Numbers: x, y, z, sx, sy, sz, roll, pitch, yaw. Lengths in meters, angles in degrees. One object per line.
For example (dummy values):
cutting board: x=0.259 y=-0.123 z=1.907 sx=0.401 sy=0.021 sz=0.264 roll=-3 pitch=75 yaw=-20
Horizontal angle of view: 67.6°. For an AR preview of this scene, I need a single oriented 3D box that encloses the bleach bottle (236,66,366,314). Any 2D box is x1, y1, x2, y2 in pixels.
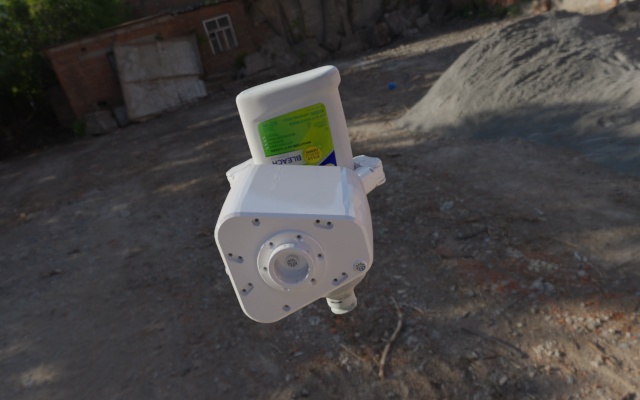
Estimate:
bleach bottle: x=0.000 y=0.002 z=0.485 sx=0.102 sy=0.251 sz=0.068 roll=-15 pitch=20 yaw=6
